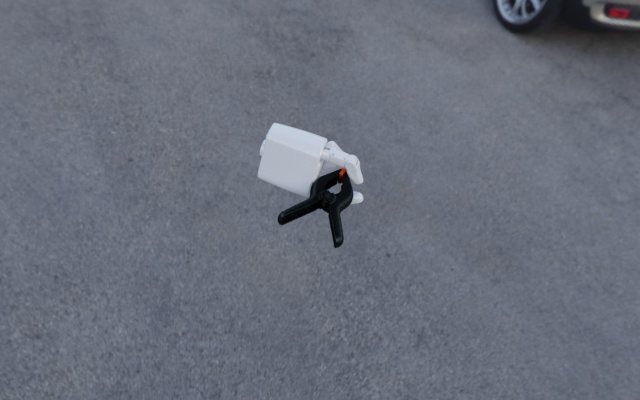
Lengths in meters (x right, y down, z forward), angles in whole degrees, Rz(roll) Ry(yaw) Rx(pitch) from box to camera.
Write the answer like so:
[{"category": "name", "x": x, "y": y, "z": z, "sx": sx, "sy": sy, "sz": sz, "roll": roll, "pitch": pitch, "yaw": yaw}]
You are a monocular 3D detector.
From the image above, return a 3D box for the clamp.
[{"category": "clamp", "x": 0.000, "y": 0.002, "z": 0.857, "sx": 0.120, "sy": 0.171, "sz": 0.039, "roll": 19, "pitch": -43, "yaw": 2}]
